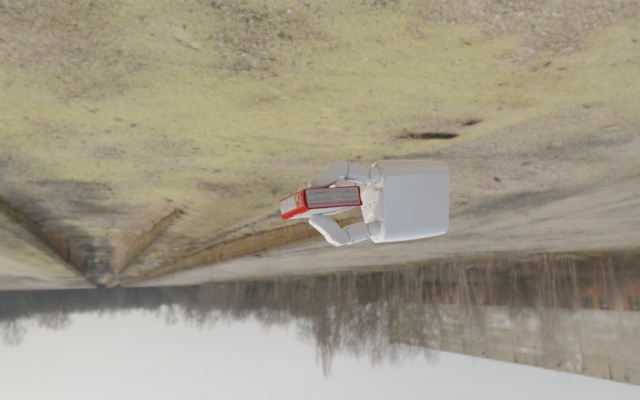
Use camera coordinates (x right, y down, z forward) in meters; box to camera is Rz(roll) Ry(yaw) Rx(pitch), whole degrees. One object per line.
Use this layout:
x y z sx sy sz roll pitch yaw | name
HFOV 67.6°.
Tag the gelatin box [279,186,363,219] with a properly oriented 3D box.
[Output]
0.000 0.003 0.644 0.089 0.030 0.073 -5 -9 -31 | gelatin box
